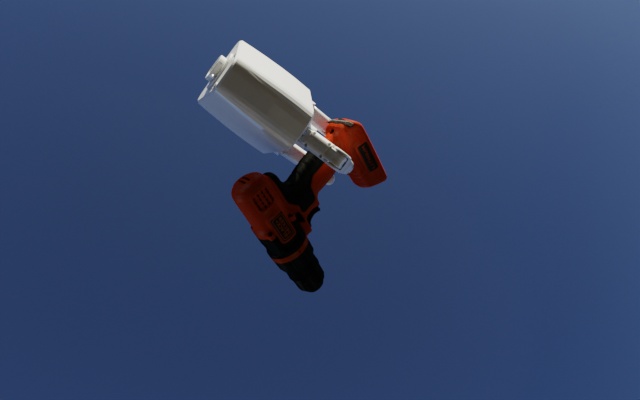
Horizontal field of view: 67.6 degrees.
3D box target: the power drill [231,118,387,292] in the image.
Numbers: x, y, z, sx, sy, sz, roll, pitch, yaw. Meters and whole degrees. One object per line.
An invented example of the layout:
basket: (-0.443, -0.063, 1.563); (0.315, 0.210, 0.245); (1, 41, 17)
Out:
power drill: (0.000, 0.001, 0.603); (0.187, 0.184, 0.057); (-45, 35, -22)
